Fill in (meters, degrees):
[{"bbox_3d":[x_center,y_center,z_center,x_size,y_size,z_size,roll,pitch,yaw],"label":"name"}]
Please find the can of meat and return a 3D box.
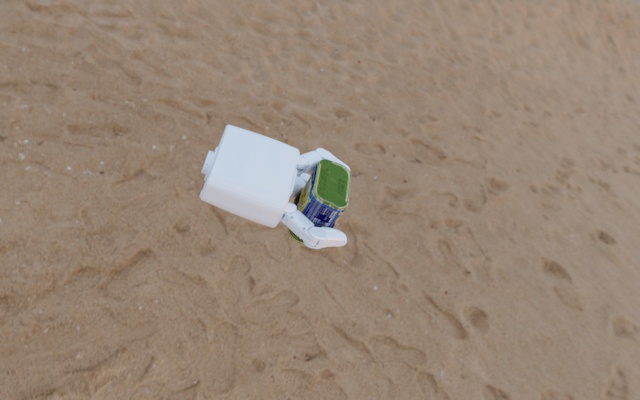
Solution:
[{"bbox_3d":[0.000,0.002,0.671,0.057,0.084,0.102,23,38,-11],"label":"can of meat"}]
